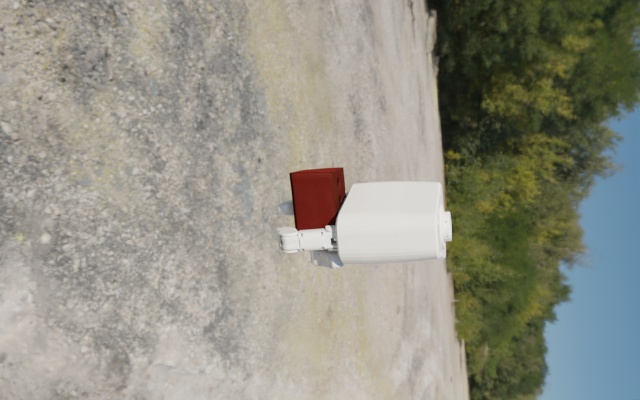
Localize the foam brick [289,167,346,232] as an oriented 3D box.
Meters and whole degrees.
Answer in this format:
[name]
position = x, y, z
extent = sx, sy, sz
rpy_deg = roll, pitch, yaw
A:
[foam brick]
position = 0.000, 0.002, 0.556
extent = 0.051, 0.078, 0.053
rpy_deg = -3, 9, 19
